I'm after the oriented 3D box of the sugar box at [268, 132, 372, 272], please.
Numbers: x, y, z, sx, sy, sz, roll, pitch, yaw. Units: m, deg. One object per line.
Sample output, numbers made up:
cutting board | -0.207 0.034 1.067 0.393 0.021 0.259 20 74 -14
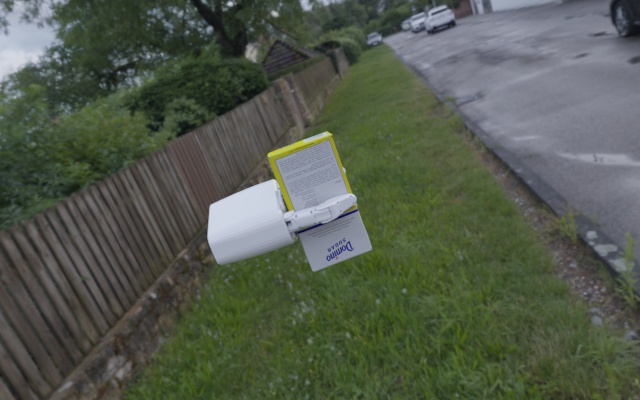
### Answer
sugar box | 0.000 0.002 0.671 0.093 0.176 0.048 -20 16 -1
